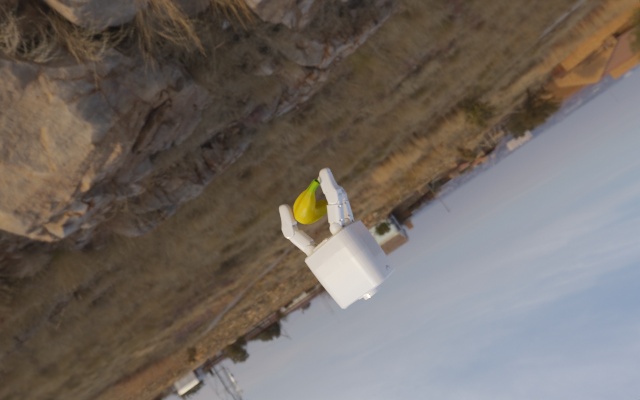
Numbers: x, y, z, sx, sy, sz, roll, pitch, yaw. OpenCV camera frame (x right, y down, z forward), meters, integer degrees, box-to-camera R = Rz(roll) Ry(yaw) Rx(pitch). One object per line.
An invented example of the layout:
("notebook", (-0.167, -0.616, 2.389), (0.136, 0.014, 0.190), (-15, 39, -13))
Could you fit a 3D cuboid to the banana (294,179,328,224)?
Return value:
("banana", (-0.015, 0.014, 0.849), (0.069, 0.037, 0.198), (-39, -10, -3))
